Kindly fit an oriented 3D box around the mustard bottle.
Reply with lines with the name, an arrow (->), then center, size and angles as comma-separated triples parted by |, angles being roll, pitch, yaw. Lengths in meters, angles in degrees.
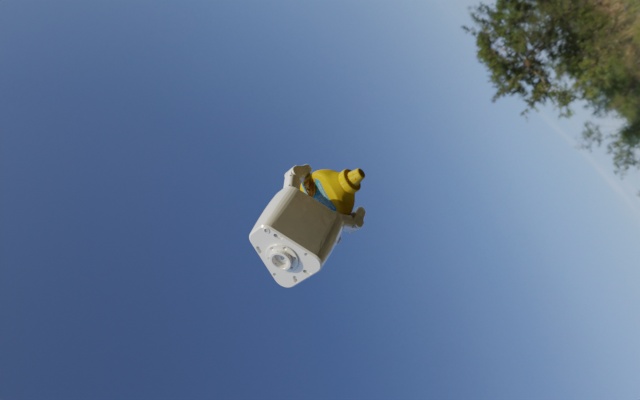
mustard bottle -> 0.000, 0.003, 0.807 | 0.192, 0.096, 0.058 | -36, -10, 34
